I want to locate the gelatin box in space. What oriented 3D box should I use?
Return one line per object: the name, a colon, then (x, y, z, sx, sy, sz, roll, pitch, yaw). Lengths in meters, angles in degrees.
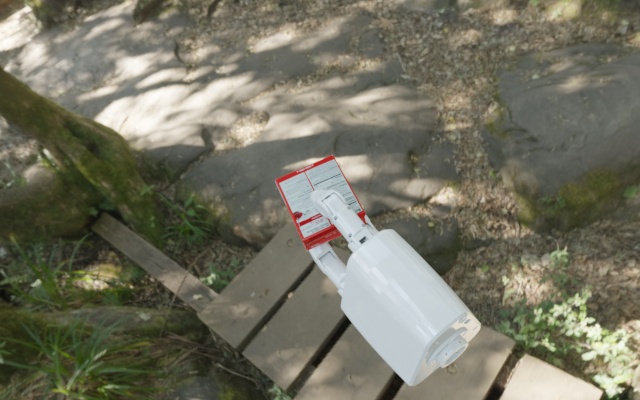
gelatin box: (0.000, 0.001, 0.529, 0.073, 0.089, 0.030, -24, -30, -4)
